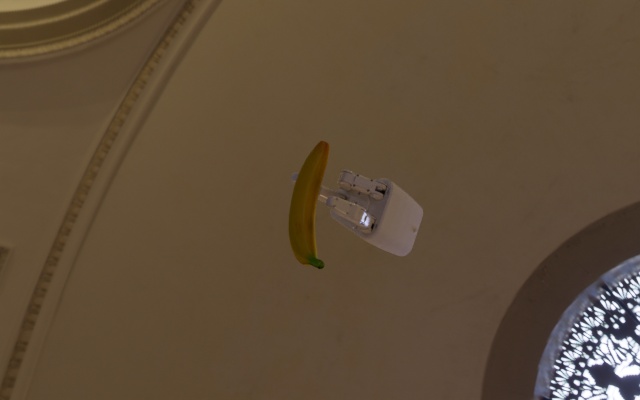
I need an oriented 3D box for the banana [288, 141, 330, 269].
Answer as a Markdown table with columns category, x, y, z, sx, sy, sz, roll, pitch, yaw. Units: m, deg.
| category | x | y | z | sx | sy | sz | roll | pitch | yaw |
| --- | --- | --- | --- | --- | --- | --- | --- | --- | --- |
| banana | -0.015 | 0.010 | 0.667 | 0.069 | 0.197 | 0.037 | -20 | -34 | 34 |
